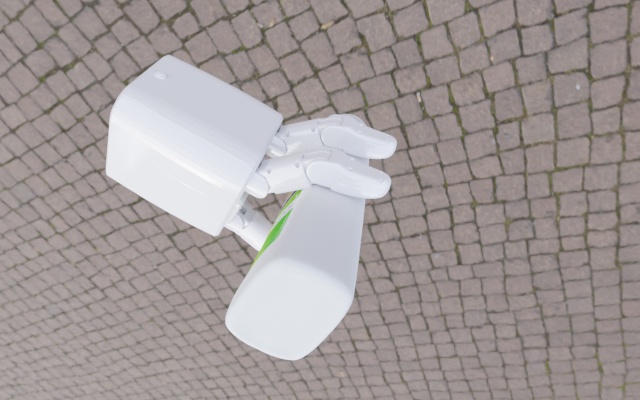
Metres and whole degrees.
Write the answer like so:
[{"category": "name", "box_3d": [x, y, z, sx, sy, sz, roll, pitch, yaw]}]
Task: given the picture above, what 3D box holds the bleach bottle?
[{"category": "bleach bottle", "box_3d": [0.000, 0.001, 0.409, 0.068, 0.103, 0.250, 29, 37, -9]}]
